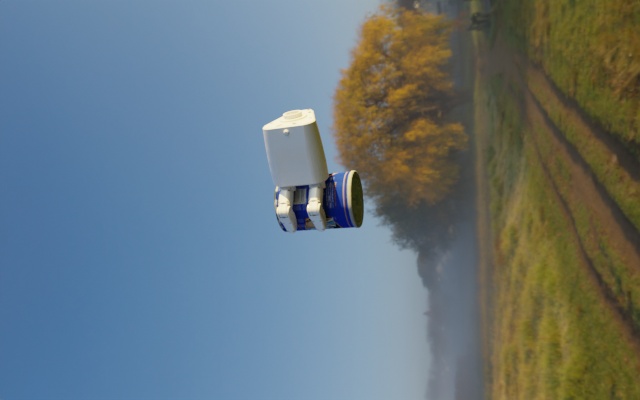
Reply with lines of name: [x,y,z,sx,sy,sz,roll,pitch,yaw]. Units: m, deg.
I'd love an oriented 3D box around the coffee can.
coffee can: [0.000,0.003,0.872,0.140,0.103,0.103,-5,-1,17]
